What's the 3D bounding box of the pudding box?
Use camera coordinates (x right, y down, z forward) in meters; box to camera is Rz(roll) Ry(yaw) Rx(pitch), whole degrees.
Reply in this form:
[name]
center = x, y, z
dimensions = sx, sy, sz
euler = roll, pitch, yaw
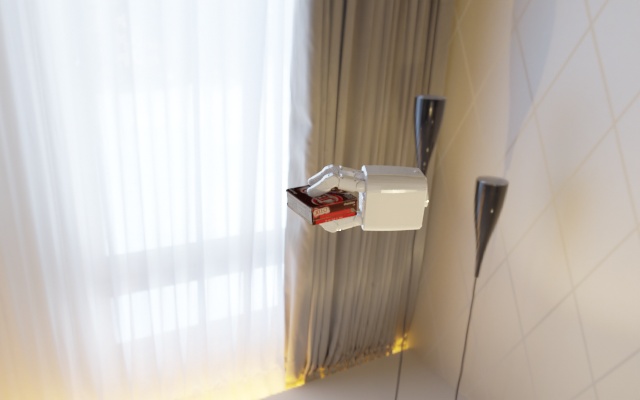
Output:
[pudding box]
center = 0.000, 0.003, 0.851
dimensions = 0.090, 0.039, 0.113
euler = -11, 20, -25
